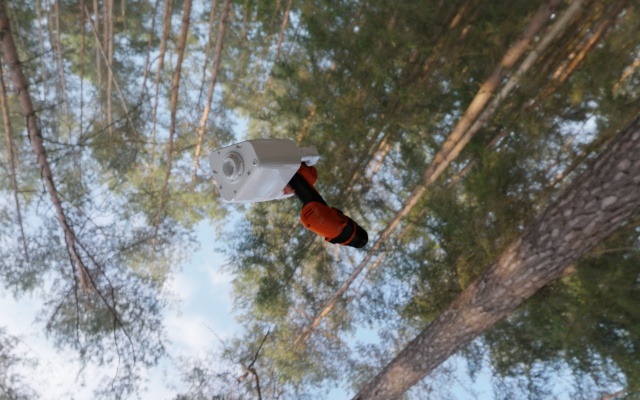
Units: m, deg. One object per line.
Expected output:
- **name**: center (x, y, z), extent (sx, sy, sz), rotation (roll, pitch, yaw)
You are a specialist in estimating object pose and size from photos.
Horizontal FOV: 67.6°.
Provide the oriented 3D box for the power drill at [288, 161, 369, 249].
- **power drill**: center (0.000, 0.003, 0.873), extent (0.184, 0.057, 0.187), rotation (31, 17, -52)
